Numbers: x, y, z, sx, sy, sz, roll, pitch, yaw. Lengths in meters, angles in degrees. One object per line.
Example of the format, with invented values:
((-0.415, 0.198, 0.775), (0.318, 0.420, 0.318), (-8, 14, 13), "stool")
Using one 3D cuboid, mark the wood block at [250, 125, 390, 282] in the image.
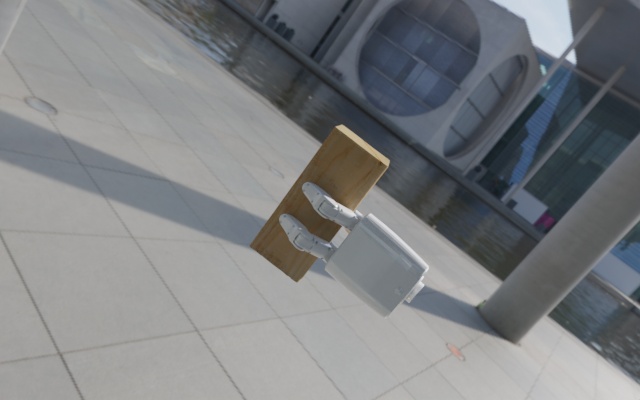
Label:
((0.001, 0.002, 0.685), (0.090, 0.206, 0.091), (37, 14, 1), "wood block")
